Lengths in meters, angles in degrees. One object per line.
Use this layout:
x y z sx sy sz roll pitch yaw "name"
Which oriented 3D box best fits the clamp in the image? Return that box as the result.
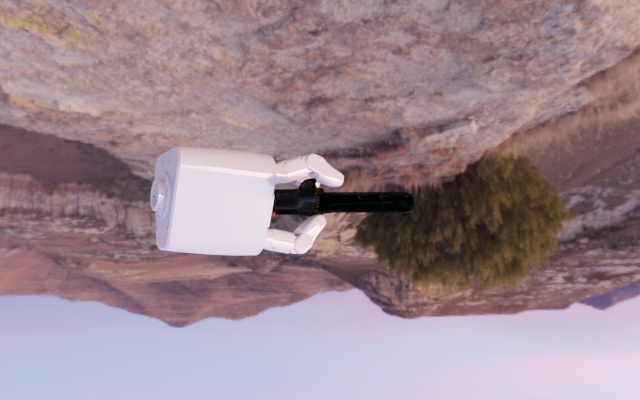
0.000 0.003 0.601 0.164 0.036 0.210 7 -8 -32 "clamp"
